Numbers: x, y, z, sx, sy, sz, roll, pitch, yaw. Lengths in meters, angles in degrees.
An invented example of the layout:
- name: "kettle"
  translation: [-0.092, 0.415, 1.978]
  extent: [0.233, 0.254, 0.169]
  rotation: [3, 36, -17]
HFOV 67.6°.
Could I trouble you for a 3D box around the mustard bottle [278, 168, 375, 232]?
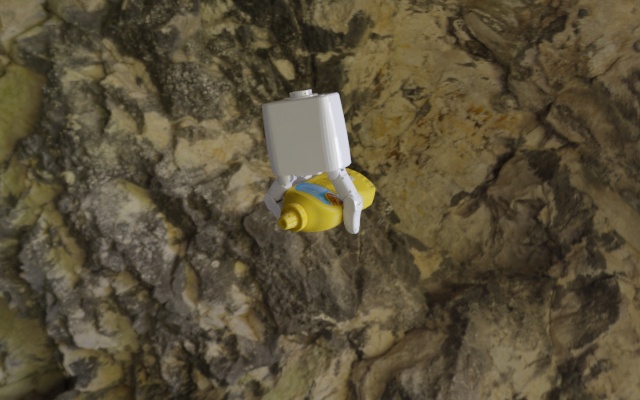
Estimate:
- name: "mustard bottle"
  translation: [0.000, 0.003, 0.733]
  extent: [0.096, 0.058, 0.191]
  rotation: [27, 31, 25]
